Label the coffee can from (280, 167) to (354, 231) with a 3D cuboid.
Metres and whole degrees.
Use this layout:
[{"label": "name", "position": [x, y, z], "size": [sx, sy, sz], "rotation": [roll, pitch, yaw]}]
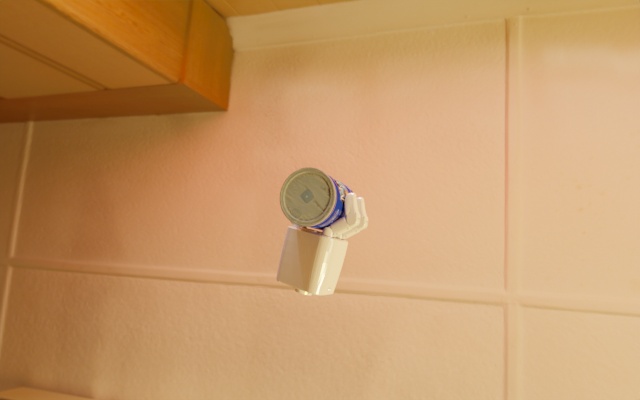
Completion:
[{"label": "coffee can", "position": [0.000, 0.003, 0.881], "size": [0.103, 0.103, 0.140], "rotation": [0, -8, 20]}]
